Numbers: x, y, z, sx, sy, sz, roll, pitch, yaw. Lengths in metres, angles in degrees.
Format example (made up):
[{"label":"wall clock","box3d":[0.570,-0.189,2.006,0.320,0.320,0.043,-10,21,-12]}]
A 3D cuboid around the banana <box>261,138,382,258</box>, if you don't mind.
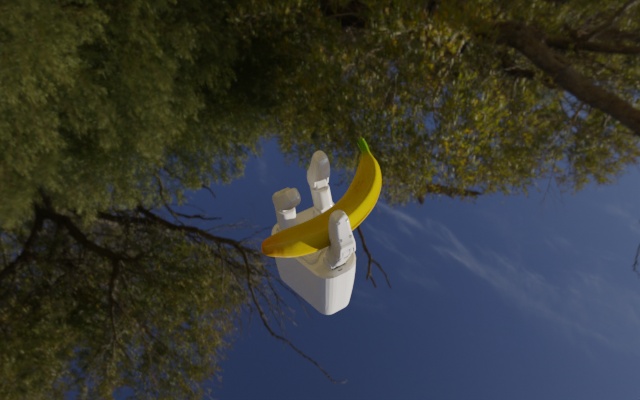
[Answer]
[{"label":"banana","box3d":[0.017,0.010,0.564,0.069,0.197,0.037,35,-28,14]}]
